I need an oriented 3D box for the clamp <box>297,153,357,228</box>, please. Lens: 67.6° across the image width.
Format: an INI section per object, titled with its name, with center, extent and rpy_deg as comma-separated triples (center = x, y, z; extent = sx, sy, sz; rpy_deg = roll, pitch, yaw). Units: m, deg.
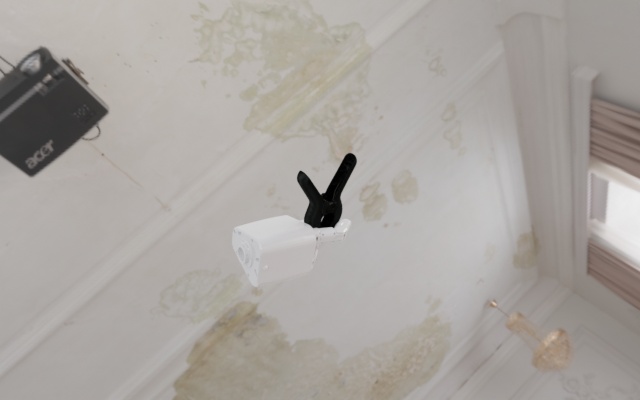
[clamp]
center = 0.000, 0.003, 0.823
extent = 0.120, 0.171, 0.039
rpy_deg = -10, 35, -34
